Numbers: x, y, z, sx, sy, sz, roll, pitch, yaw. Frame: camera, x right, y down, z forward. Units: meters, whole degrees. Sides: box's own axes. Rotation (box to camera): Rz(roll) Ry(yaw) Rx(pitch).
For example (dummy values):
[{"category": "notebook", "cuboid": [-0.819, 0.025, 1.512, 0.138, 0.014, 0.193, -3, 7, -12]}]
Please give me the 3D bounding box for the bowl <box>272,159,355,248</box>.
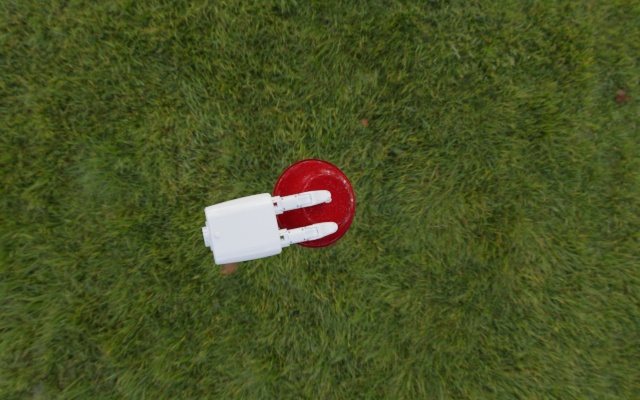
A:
[{"category": "bowl", "cuboid": [0.001, 0.002, 0.832, 0.162, 0.162, 0.055, 0, -5, -23]}]
